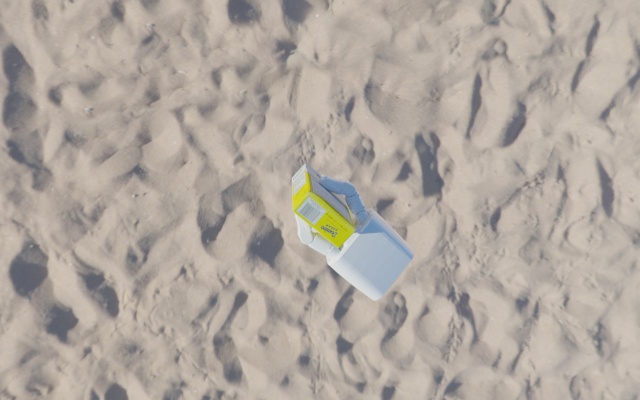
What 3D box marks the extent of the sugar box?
[{"bbox_3d":[0.000,0.003,0.765,0.093,0.048,0.176,41,9,-14],"label":"sugar box"}]
